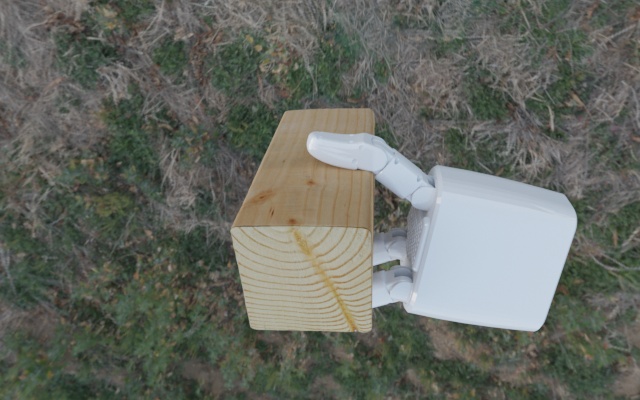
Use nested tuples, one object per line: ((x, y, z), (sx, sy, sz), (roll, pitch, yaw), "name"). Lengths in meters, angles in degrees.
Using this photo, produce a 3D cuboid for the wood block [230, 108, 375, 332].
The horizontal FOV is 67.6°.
((0.000, 0.001, 0.402), (0.090, 0.091, 0.206), (0, 31, 7), "wood block")
